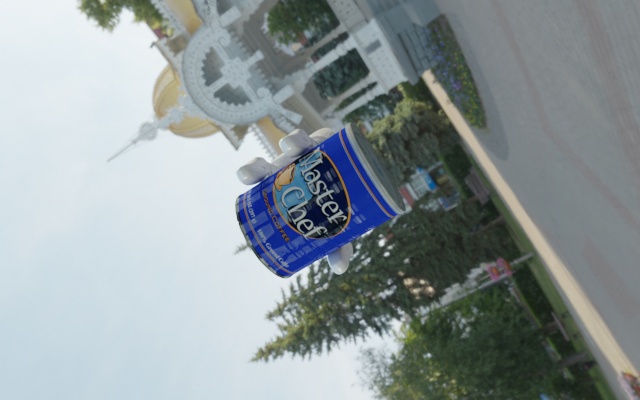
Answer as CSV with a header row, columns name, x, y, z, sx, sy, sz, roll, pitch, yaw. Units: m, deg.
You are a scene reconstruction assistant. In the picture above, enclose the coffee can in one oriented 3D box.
name,x,y,z,sx,sy,sz,roll,pitch,yaw
coffee can,0.000,0.002,0.486,0.140,0.103,0.103,-31,-9,14
